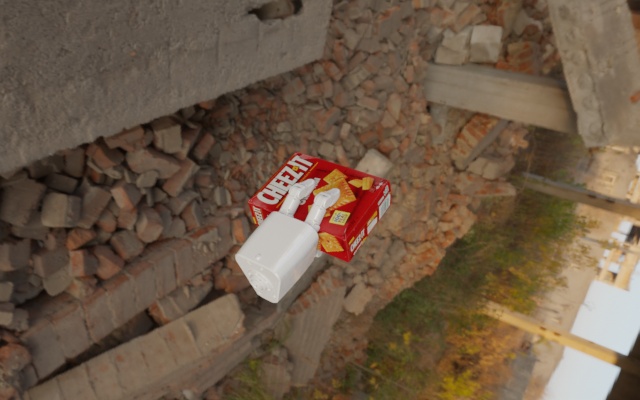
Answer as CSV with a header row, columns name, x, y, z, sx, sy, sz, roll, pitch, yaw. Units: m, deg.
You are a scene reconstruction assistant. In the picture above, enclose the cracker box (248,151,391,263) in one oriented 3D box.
name,x,y,z,sx,sy,sz,roll,pitch,yaw
cracker box,0.000,0.003,0.885,0.213,0.072,0.164,20,51,28
